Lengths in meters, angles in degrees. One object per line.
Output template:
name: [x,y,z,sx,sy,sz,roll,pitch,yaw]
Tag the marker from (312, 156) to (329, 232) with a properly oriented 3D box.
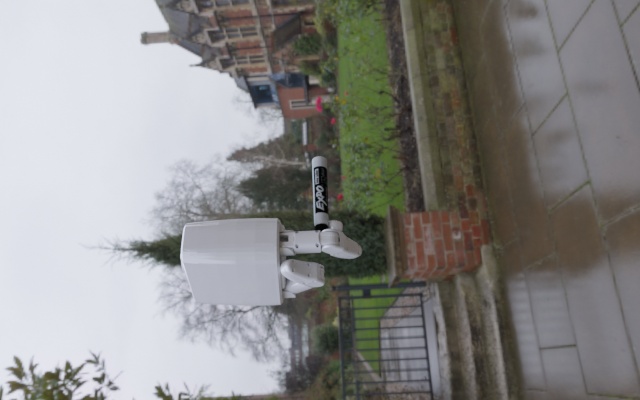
marker: [0.000,0.002,0.570,0.020,0.121,0.020,-1,-29,-1]
